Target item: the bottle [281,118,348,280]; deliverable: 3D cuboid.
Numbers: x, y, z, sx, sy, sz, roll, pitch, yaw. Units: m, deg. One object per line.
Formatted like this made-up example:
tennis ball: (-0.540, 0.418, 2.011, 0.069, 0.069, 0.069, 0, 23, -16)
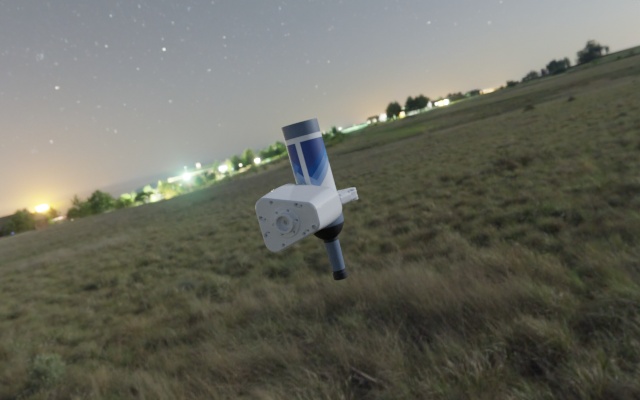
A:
bottle: (0.000, 0.003, 0.869, 0.069, 0.296, 0.069, -15, 7, 2)
